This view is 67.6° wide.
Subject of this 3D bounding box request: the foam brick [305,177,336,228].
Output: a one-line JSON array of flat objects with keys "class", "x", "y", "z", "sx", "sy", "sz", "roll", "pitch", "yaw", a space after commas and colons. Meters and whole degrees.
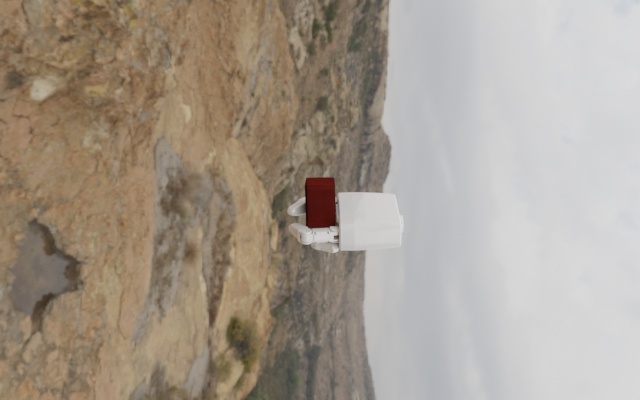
[{"class": "foam brick", "x": 0.000, "y": 0.002, "z": 0.829, "sx": 0.051, "sy": 0.078, "sz": 0.053, "roll": -1, "pitch": 20, "yaw": 1}]
